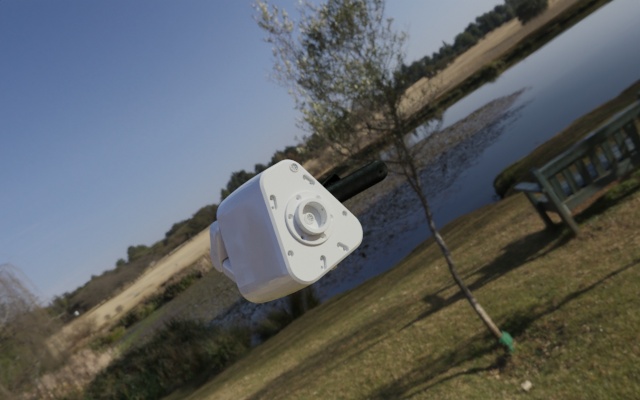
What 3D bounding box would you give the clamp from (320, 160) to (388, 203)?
[{"bbox_3d":[0.000,0.001,0.566,0.171,0.039,0.120,-39,7,-35],"label":"clamp"}]
